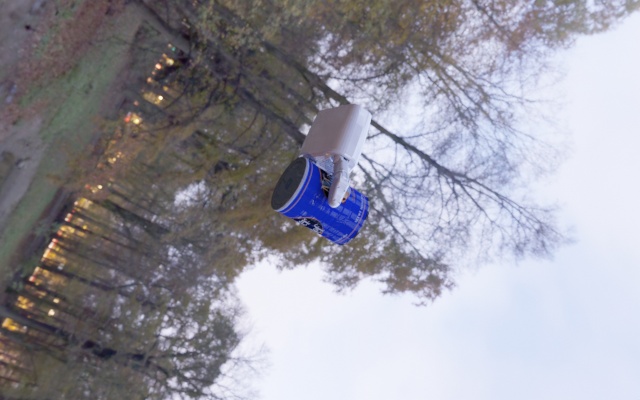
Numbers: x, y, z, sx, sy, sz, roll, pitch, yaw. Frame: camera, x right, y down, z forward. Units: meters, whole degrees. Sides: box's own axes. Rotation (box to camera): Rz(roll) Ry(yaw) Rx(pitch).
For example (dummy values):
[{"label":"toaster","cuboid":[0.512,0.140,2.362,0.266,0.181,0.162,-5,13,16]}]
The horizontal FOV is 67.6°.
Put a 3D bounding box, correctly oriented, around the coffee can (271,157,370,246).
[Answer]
[{"label":"coffee can","cuboid":[0.000,0.003,0.829,0.140,0.102,0.103,31,-13,-24]}]
